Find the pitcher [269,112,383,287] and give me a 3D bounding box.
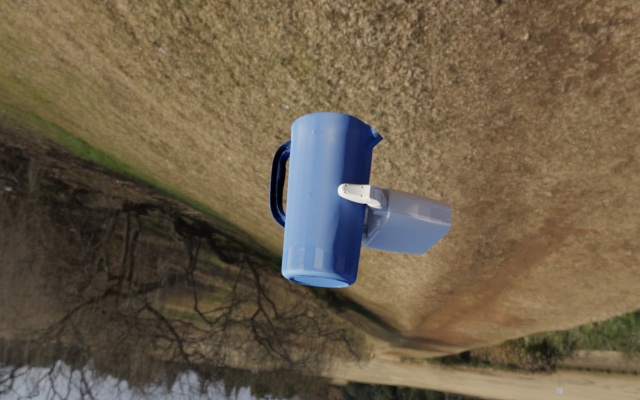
[{"bbox_3d":[0.000,0.002,0.721,0.145,0.242,0.149,11,-18,-14],"label":"pitcher"}]
